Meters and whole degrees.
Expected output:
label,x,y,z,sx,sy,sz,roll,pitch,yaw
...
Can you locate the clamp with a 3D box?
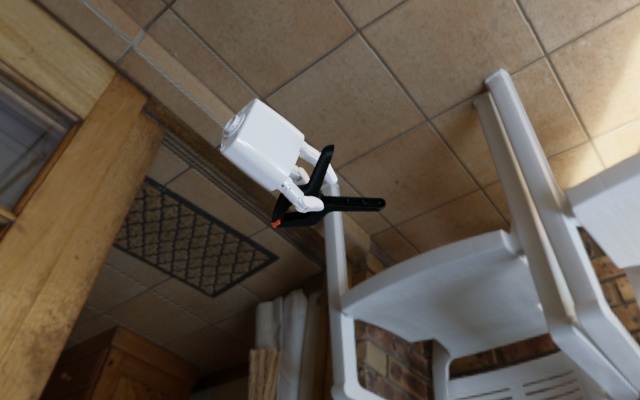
label,x,y,z,sx,sy,sz,roll,pitch,yaw
clamp,0.000,0.003,0.855,0.210,0.036,0.165,-33,-58,33
